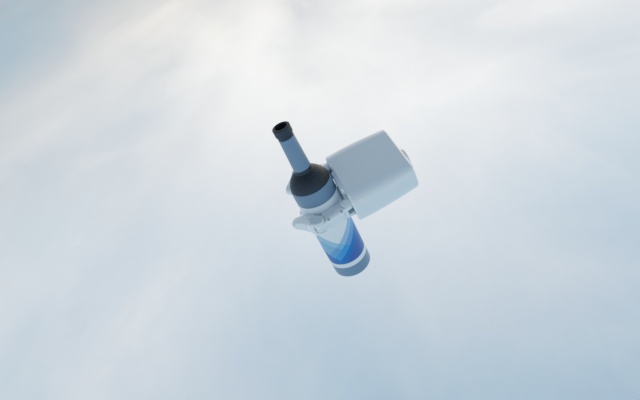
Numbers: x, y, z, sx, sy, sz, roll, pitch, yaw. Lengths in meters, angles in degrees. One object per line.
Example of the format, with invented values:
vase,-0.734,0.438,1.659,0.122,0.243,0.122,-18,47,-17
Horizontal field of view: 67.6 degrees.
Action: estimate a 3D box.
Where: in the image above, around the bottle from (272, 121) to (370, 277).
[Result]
bottle,0.000,0.003,0.747,0.069,0.296,0.069,-17,38,14
